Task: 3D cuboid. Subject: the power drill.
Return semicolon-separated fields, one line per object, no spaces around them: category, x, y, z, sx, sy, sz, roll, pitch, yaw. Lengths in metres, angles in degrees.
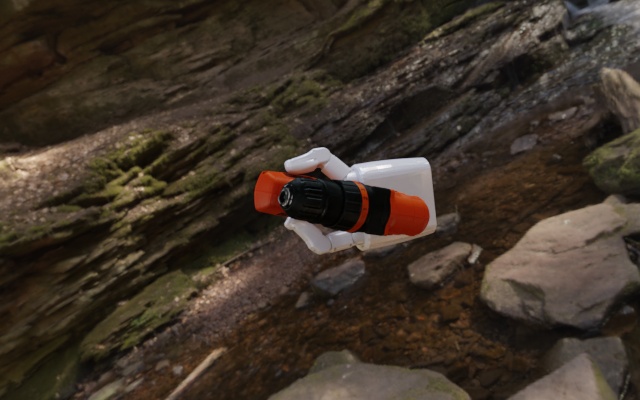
power drill;0.000;0.002;0.542;0.184;0.057;0.187;11;1;-36
